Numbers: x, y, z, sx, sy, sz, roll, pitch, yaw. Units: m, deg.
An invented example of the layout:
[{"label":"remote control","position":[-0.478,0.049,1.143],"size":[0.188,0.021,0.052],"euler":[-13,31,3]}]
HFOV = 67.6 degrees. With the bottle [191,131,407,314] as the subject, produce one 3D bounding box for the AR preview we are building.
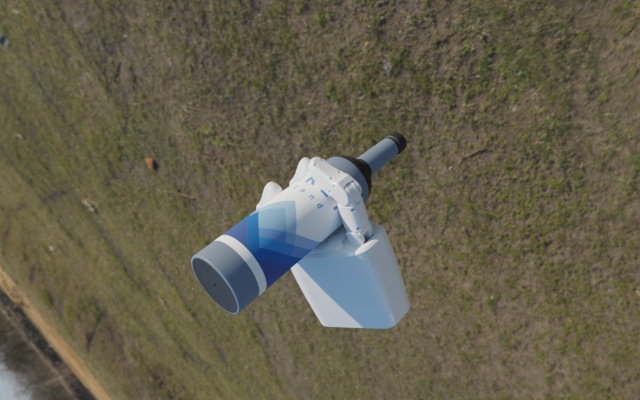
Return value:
[{"label":"bottle","position":[0.000,0.002,0.515],"size":[0.295,0.069,0.069],"euler":[-38,23,-33]}]
